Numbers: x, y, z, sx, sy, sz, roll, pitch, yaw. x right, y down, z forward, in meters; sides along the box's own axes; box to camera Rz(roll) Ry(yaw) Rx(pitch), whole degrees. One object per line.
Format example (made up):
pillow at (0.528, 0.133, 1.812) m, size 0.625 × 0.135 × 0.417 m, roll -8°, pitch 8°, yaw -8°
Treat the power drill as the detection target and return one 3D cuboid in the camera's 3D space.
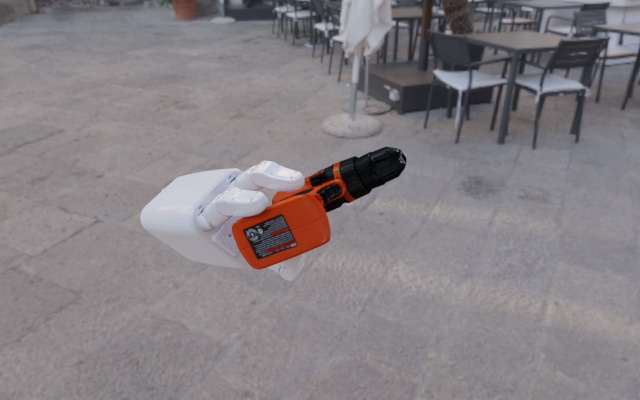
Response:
power drill at (0.000, 0.002, 0.536) m, size 0.184 × 0.057 × 0.187 m, roll -24°, pitch 7°, yaw 24°
